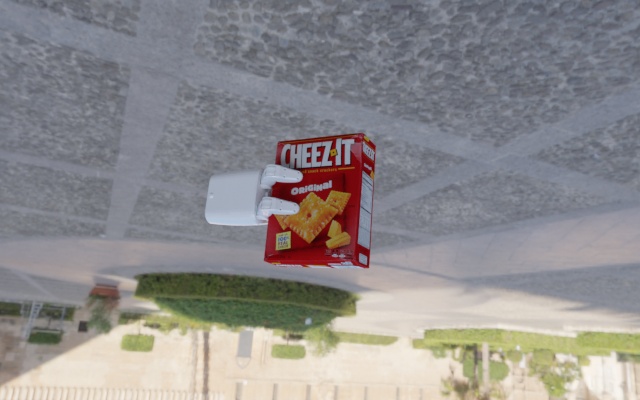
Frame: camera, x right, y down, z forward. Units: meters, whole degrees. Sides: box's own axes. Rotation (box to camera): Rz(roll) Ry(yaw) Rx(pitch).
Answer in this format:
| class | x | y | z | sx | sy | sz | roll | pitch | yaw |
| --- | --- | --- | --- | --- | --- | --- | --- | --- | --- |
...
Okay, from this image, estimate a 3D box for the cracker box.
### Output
| class | x | y | z | sx | sy | sz | roll | pitch | yaw |
| --- | --- | --- | --- | --- | --- | --- | --- | --- | --- |
| cracker box | 0.000 | 0.003 | 0.794 | 0.164 | 0.213 | 0.072 | -2 | -17 | 25 |
